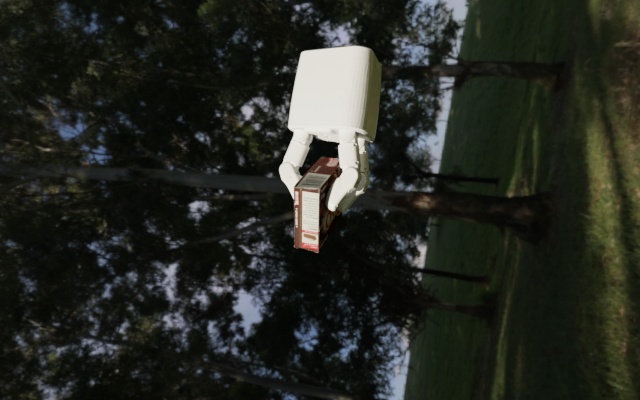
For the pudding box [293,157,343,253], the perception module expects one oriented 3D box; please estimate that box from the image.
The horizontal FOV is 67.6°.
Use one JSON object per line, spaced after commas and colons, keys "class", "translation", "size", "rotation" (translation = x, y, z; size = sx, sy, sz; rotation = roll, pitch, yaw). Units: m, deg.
{"class": "pudding box", "translation": [0.000, 0.002, 0.636], "size": [0.039, 0.090, 0.113], "rotation": [9, 27, 18]}
